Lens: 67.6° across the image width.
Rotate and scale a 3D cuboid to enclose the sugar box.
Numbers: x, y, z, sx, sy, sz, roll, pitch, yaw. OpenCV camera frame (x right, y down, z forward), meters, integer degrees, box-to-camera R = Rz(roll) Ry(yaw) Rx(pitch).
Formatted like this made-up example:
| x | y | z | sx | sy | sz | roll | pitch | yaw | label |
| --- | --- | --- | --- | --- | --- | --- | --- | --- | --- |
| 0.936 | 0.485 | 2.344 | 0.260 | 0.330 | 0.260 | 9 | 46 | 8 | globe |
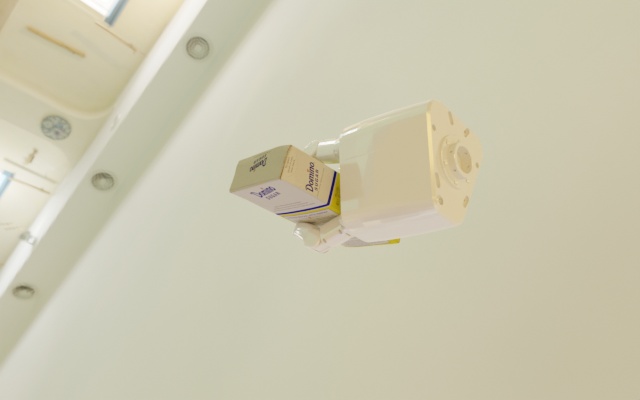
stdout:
| x | y | z | sx | sy | sz | roll | pitch | yaw | label |
| --- | --- | --- | --- | --- | --- | --- | --- | --- | --- |
| 0.000 | 0.001 | 0.524 | 0.176 | 0.048 | 0.093 | 31 | -27 | -35 | sugar box |
